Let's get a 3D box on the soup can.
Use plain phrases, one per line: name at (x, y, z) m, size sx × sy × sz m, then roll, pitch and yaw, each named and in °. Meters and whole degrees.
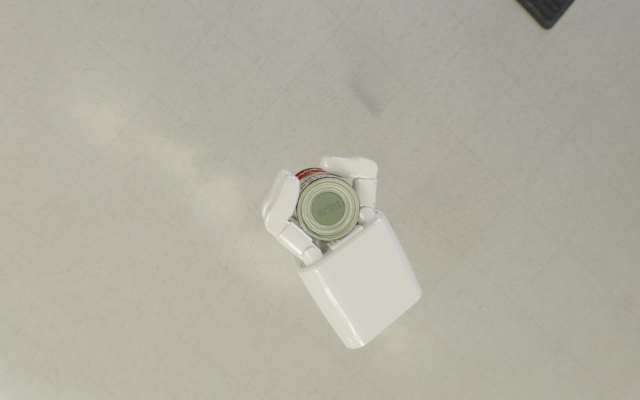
soup can at (0.000, 0.001, 0.526) m, size 0.068 × 0.068 × 0.102 m, roll 0°, pitch 9°, yaw -10°
